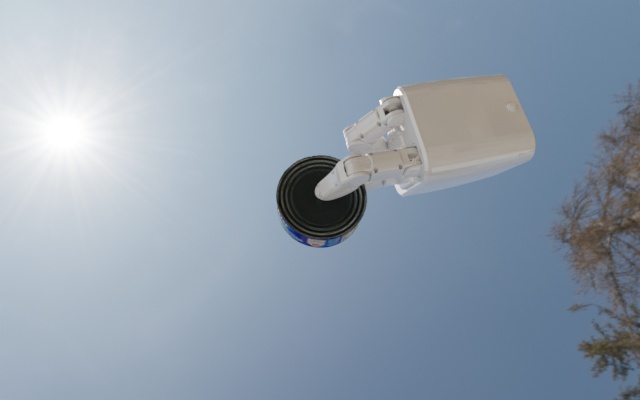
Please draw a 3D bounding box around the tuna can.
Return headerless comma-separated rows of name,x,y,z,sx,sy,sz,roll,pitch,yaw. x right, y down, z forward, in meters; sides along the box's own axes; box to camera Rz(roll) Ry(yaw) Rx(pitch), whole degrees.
tuna can,0.000,0.002,0.463,0.086,0.086,0.034,0,-22,-5
